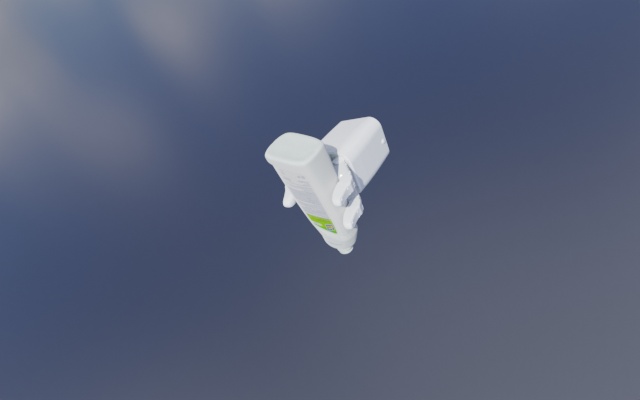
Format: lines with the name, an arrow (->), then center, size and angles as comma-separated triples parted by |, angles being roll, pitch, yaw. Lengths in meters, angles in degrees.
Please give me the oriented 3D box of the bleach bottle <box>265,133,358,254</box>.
bleach bottle -> 0.000, 0.003, 0.824 | 0.102, 0.068, 0.251 | 19, -32, 39
